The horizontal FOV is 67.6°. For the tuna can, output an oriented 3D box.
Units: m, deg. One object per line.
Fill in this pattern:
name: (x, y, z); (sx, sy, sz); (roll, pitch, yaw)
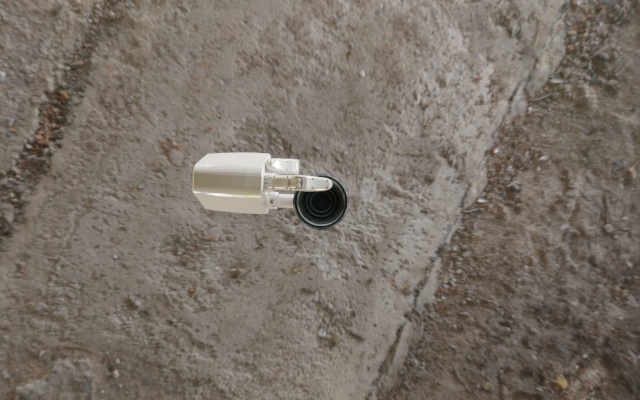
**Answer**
tuna can: (0.000, 0.002, 0.733); (0.086, 0.086, 0.034); (0, -3, -3)
